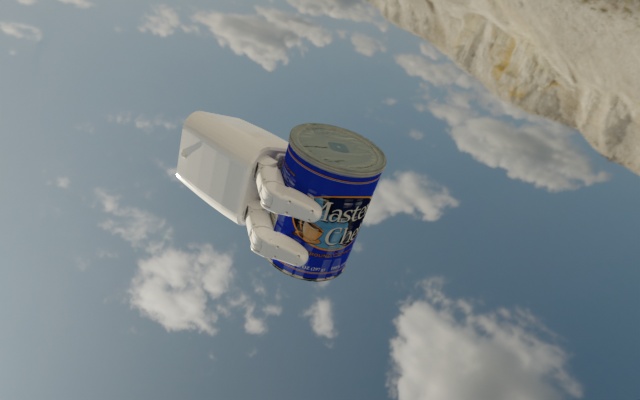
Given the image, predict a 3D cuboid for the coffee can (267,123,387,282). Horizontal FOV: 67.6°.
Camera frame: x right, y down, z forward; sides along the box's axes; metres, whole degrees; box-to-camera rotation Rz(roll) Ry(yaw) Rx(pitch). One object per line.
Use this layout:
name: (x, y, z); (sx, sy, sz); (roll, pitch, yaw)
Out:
coffee can: (0.000, 0.002, 0.519); (0.103, 0.140, 0.102); (13, 30, -8)
